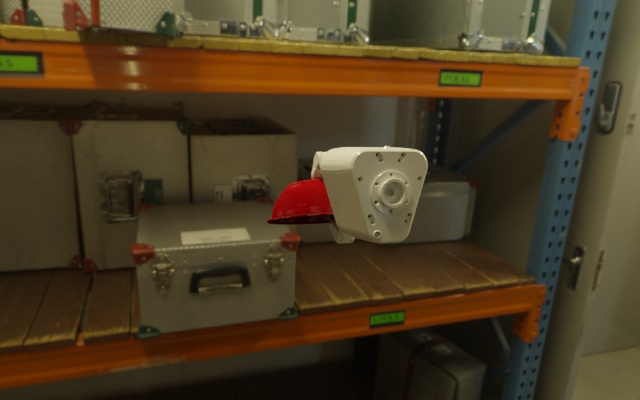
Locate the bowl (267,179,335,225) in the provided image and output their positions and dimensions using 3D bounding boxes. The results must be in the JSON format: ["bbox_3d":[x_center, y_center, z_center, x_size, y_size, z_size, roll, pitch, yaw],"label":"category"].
[{"bbox_3d":[-0.001,0.002,0.706,0.162,0.055,0.162,-4,-7,0],"label":"bowl"}]
